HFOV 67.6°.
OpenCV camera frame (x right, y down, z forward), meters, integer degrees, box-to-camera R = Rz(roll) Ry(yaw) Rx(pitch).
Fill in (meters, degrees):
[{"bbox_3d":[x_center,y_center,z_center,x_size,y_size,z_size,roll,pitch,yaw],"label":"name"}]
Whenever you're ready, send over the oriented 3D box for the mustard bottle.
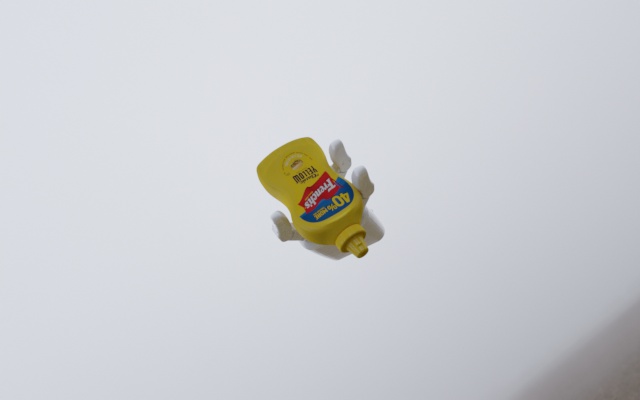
[{"bbox_3d":[0.000,0.002,0.636,0.096,0.191,0.058,-31,-30,-15],"label":"mustard bottle"}]
